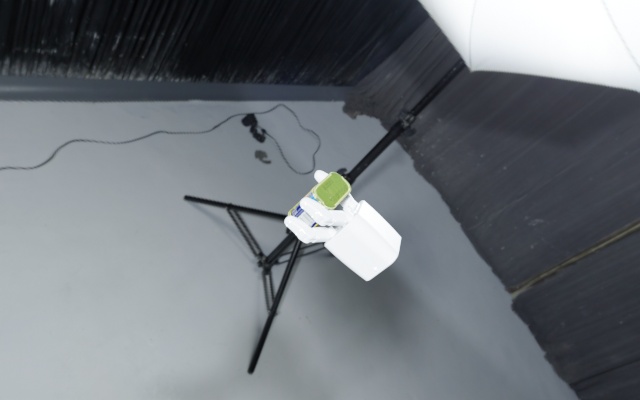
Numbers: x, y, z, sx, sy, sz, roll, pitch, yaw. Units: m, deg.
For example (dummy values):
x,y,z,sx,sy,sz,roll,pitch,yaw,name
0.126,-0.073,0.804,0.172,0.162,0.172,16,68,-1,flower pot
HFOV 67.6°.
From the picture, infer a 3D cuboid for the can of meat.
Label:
x,y,z,sx,sy,sz,roll,pitch,yaw,name
0.000,0.003,0.873,0.084,0.057,0.102,-45,0,39,can of meat
